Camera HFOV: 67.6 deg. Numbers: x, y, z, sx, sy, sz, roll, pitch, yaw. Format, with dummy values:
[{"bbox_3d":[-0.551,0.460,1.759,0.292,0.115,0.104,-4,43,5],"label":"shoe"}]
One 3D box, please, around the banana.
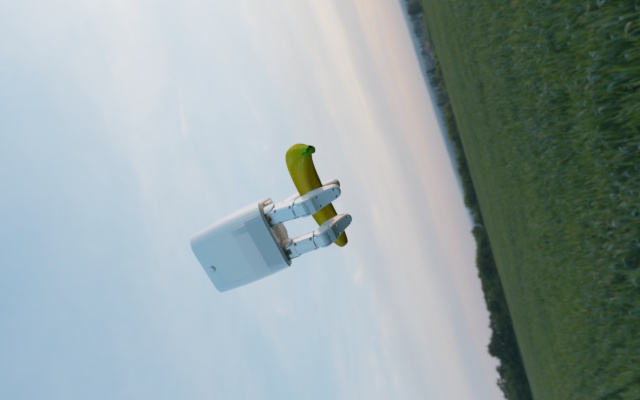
[{"bbox_3d":[-0.009,-0.011,0.651,0.037,0.198,0.069,-30,46,-6],"label":"banana"}]
